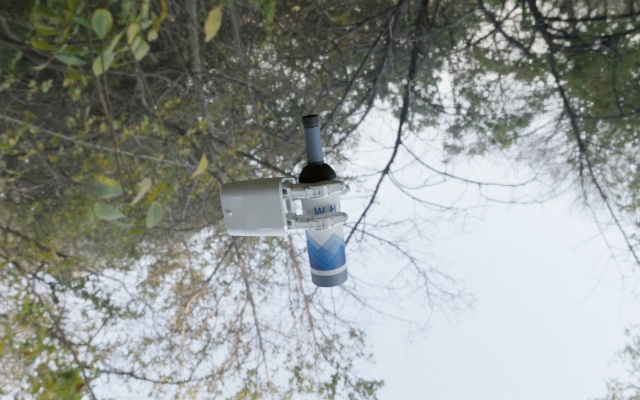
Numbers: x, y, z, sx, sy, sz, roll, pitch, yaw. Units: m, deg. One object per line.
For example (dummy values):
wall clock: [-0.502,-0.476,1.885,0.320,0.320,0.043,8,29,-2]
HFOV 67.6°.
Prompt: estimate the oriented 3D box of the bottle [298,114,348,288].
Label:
bottle: [0.000,0.003,0.813,0.069,0.296,0.069,-6,19,2]
